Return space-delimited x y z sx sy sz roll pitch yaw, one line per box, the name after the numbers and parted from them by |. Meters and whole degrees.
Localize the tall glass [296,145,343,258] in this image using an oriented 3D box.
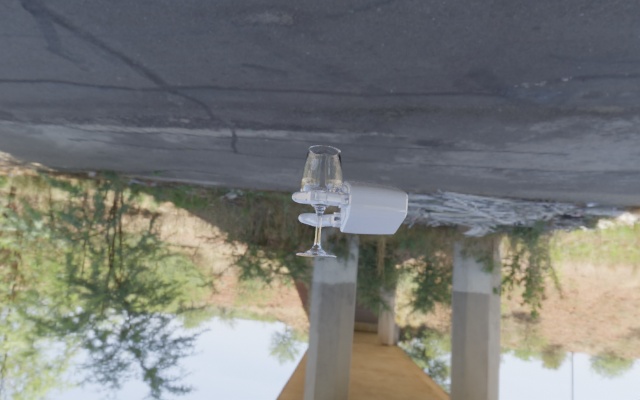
0.000 0.004 0.884 0.079 0.201 0.079 4 -9 1 | tall glass
